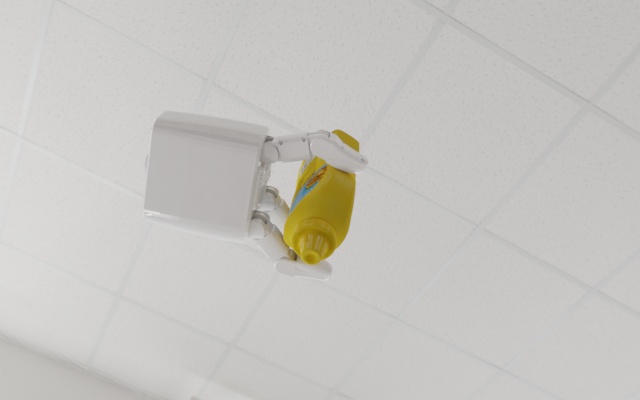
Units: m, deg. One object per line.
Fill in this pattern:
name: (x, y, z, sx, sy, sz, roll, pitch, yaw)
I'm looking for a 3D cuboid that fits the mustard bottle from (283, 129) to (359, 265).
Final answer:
mustard bottle: (0.000, 0.002, 0.494, 0.058, 0.096, 0.191, 32, 28, -12)
